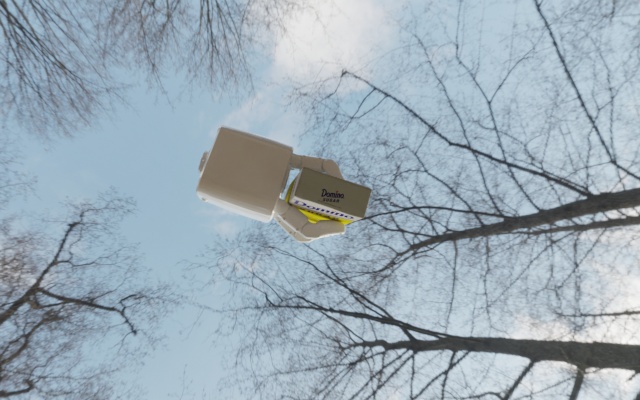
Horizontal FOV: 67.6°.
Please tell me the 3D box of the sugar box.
[{"bbox_3d":[0.000,0.003,0.663,0.093,0.048,0.176,18,-8,-7],"label":"sugar box"}]
